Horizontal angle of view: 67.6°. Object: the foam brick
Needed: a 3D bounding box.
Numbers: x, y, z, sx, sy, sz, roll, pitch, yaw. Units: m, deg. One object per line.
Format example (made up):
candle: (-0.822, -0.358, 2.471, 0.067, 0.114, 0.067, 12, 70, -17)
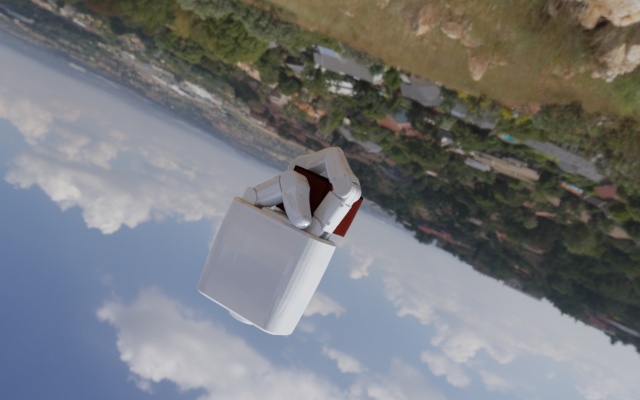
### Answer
foam brick: (0.000, 0.002, 0.528, 0.053, 0.051, 0.078, 25, 1, 36)
